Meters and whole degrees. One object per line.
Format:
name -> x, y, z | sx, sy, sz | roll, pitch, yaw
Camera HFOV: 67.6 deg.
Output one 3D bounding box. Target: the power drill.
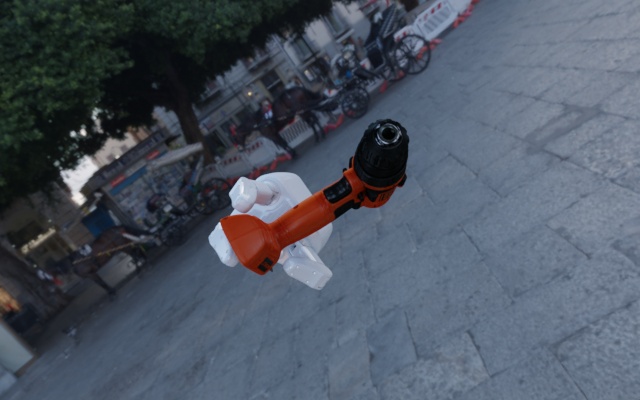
power drill -> 0.000, 0.002, 0.471 | 0.187, 0.057, 0.184 | -28, -15, -5
